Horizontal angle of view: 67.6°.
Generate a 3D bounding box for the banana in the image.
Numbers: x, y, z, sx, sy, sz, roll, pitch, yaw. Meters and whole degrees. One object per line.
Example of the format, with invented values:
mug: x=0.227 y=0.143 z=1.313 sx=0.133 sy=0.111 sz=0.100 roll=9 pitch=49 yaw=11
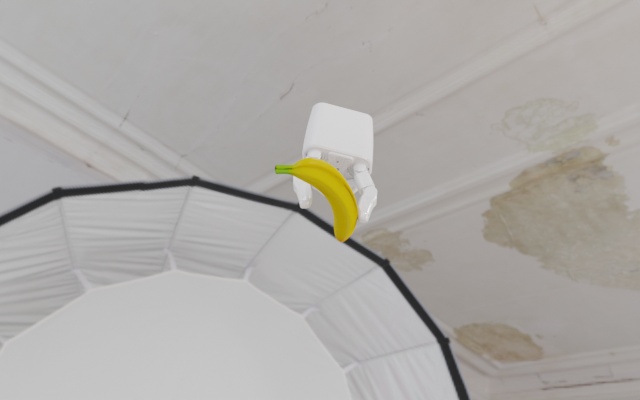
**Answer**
banana: x=0.015 y=-0.003 z=0.681 sx=0.069 sy=0.037 sz=0.198 roll=-13 pitch=-41 yaw=26
